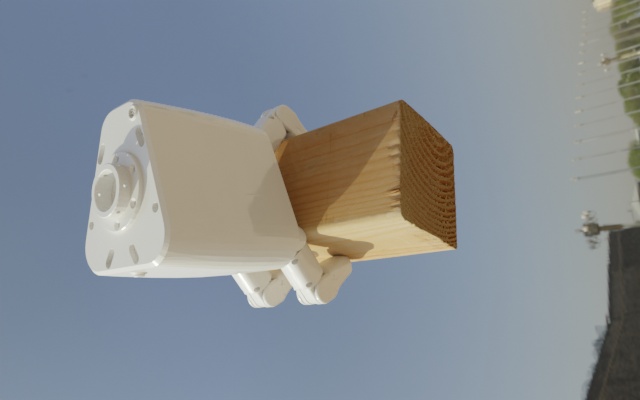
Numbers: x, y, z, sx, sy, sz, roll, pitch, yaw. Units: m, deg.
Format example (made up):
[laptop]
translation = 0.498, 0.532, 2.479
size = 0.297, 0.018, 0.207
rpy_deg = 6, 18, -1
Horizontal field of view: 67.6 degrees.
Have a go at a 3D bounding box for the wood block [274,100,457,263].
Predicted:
[wood block]
translation = 0.000, 0.001, 0.407
size = 0.206, 0.090, 0.090
rpy_deg = -12, -26, 37
